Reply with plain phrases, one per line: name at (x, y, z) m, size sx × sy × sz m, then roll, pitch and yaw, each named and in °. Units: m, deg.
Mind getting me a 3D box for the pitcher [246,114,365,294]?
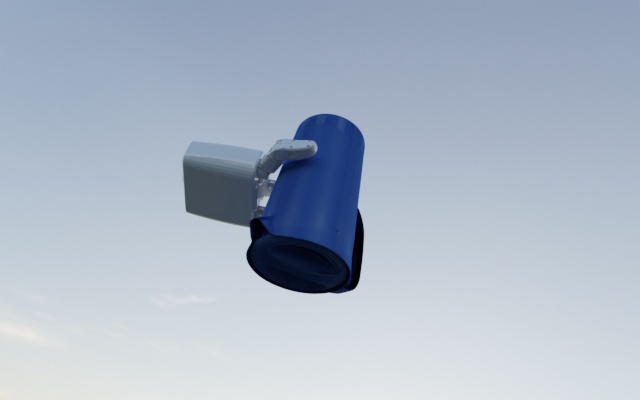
pitcher at (0.000, 0.002, 0.666) m, size 0.145 × 0.242 × 0.149 m, roll 10°, pitch -38°, yaw 6°
